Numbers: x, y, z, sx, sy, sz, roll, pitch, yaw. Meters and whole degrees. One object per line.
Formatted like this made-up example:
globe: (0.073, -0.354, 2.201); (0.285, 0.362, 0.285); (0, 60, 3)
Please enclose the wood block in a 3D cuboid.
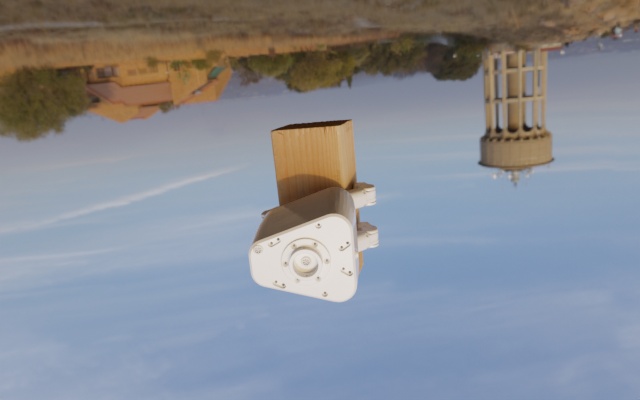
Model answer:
wood block: (0.000, 0.002, 0.634); (0.091, 0.206, 0.090); (-2, 14, 14)
